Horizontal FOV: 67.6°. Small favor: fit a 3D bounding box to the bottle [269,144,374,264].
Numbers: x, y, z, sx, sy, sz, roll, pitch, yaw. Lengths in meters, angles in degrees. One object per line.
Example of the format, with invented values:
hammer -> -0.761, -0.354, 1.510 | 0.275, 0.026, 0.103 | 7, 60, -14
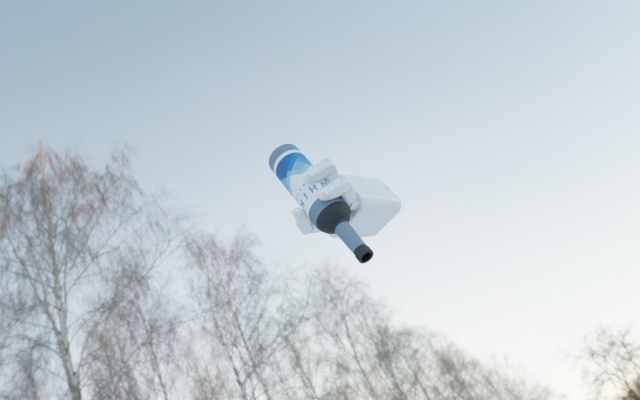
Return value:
bottle -> 0.000, 0.003, 0.832 | 0.069, 0.069, 0.295 | 0, 35, -36
